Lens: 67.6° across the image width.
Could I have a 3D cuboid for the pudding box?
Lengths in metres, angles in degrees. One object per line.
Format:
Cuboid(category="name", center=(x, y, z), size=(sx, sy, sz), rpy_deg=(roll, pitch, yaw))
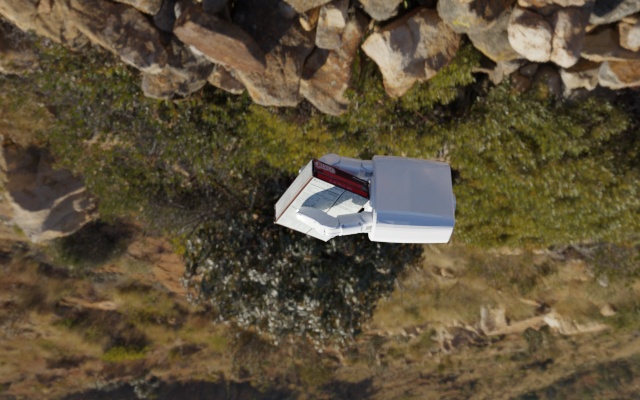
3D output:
Cuboid(category="pudding box", center=(0.000, 0.002, 0.654), size=(0.090, 0.039, 0.113), rpy_deg=(22, -48, -22))
